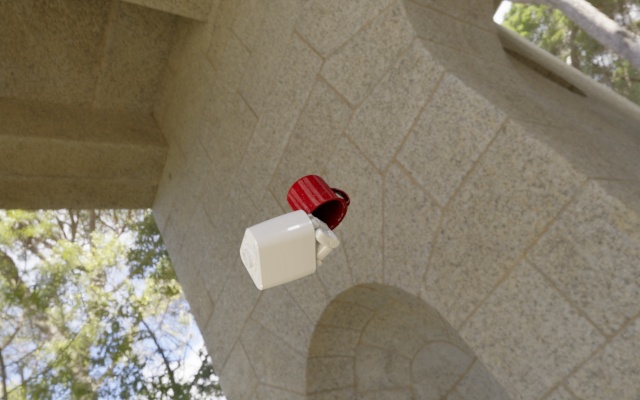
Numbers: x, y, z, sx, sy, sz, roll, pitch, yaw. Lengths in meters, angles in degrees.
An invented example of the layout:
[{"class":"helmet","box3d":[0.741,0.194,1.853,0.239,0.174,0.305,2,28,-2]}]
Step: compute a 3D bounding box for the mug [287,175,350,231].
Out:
[{"class":"mug","box3d":[0.001,0.002,0.892,0.117,0.093,0.081,-17,49,-27]}]
